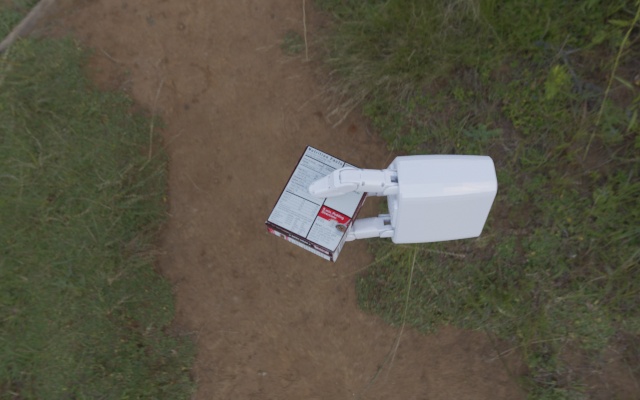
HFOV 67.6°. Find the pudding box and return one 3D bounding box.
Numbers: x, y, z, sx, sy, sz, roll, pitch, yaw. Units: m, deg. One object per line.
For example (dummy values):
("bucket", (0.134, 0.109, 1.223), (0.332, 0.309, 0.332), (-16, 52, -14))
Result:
("pudding box", (0.000, 0.002, 0.561), (0.090, 0.113, 0.039), (25, -20, 9))
